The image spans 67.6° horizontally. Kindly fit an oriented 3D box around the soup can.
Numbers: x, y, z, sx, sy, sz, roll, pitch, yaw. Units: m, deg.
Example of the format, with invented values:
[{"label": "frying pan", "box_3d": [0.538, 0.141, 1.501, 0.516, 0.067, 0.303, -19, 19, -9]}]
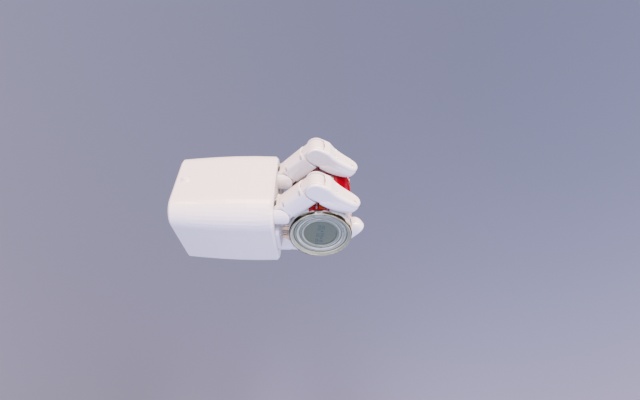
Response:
[{"label": "soup can", "box_3d": [0.001, 0.002, 0.528, 0.068, 0.069, 0.102, 0, 43, 1]}]
